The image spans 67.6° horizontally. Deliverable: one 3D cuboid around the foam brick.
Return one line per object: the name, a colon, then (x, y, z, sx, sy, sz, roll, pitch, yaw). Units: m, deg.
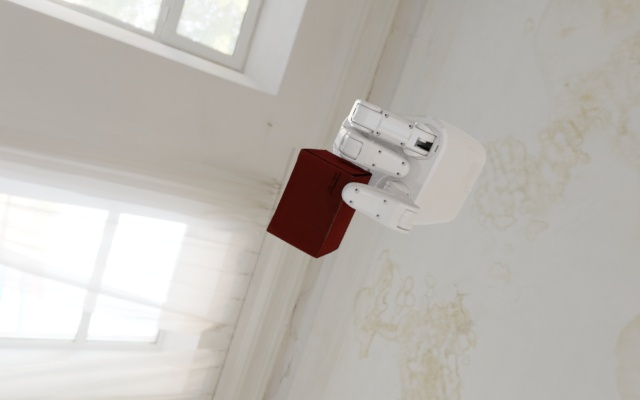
foam brick: (0.000, 0.002, 0.407, 0.053, 0.078, 0.051, 29, 14, 18)
